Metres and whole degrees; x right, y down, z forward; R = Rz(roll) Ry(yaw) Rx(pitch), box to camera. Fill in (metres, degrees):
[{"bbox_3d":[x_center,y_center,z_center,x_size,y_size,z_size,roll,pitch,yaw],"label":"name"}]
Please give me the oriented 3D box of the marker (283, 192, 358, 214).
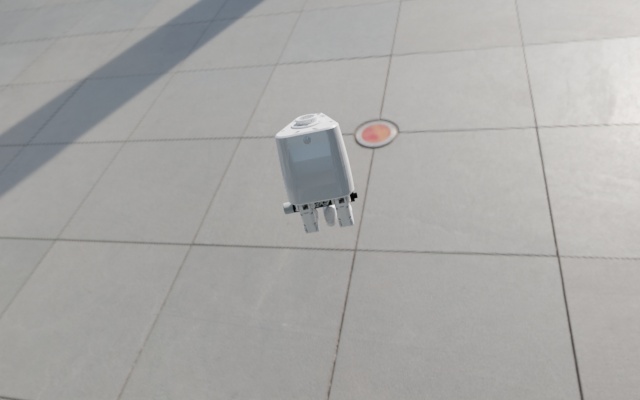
[{"bbox_3d":[0.000,0.003,0.774,0.121,0.020,0.020,-11,-1,6],"label":"marker"}]
